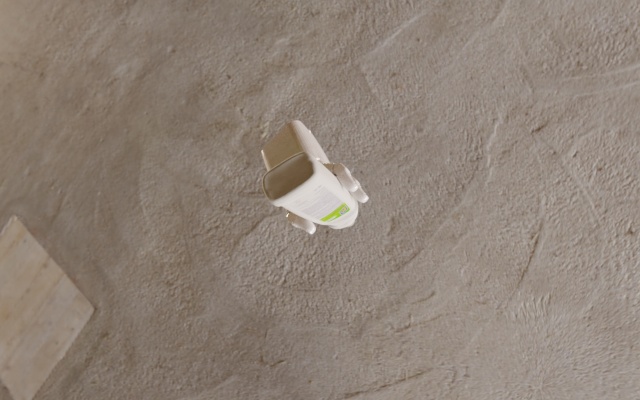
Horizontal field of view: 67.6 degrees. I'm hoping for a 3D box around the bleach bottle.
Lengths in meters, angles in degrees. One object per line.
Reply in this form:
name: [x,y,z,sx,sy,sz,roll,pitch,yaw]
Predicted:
bleach bottle: [0.000,0.003,0.863,0.102,0.068,0.251,-31,-29,11]
